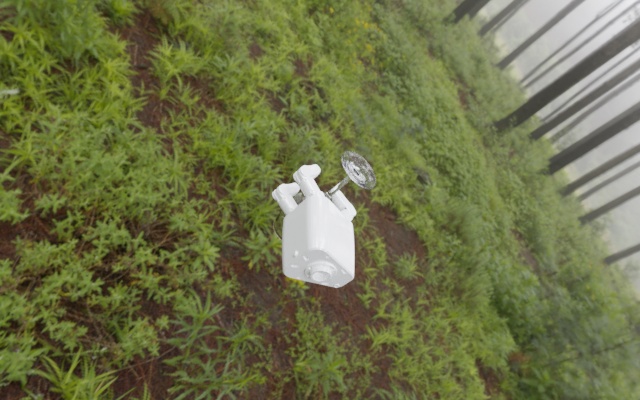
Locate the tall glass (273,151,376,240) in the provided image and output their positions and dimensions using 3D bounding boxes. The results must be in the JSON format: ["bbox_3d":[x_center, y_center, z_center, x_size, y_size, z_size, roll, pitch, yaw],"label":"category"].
[{"bbox_3d":[0.001,0.002,0.828,0.079,0.079,0.201,0,-32,-48],"label":"tall glass"}]
